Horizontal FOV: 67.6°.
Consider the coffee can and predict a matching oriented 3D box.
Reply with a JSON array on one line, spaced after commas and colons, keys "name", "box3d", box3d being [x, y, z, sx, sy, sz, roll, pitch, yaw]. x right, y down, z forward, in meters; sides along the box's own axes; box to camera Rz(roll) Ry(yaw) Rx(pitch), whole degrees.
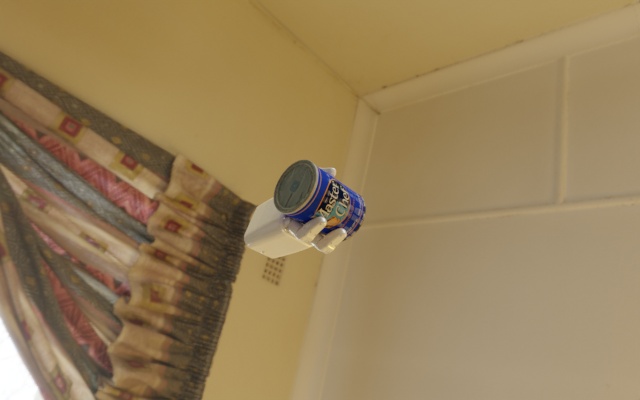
[{"name": "coffee can", "box3d": [0.000, 0.003, 0.867, 0.103, 0.102, 0.140, 0, -24, 46]}]
